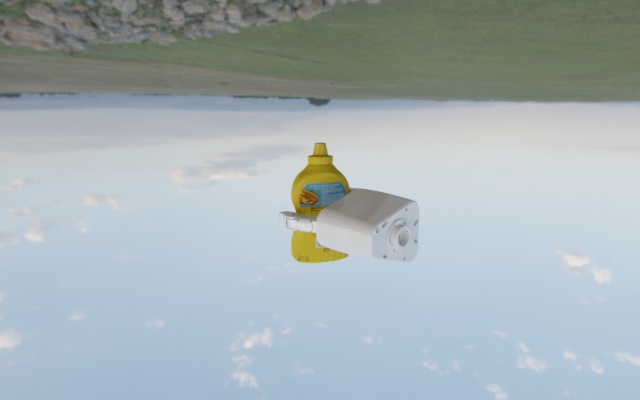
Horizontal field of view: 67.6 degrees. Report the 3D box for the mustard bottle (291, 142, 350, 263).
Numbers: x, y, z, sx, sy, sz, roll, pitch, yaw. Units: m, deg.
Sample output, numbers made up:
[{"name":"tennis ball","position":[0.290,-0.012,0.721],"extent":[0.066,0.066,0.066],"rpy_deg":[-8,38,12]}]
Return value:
[{"name":"mustard bottle","position":[0.000,0.003,0.775],"extent":[0.096,0.192,0.058],"rpy_deg":[-4,12,-17]}]
